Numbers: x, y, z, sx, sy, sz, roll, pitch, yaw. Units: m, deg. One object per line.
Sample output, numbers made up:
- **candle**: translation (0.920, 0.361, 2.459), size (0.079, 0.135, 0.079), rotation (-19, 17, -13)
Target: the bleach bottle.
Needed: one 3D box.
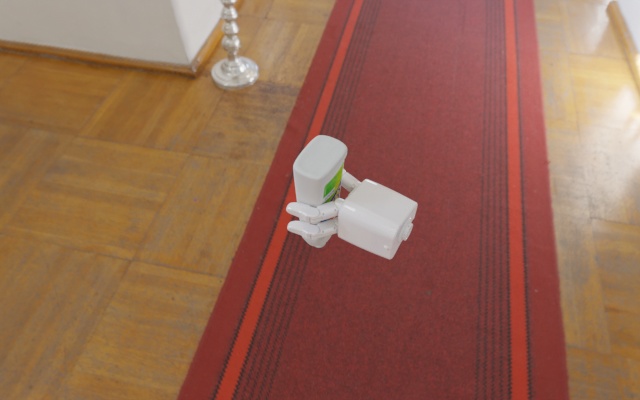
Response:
- **bleach bottle**: translation (0.000, 0.003, 0.890), size (0.068, 0.102, 0.251), rotation (26, -33, 19)
